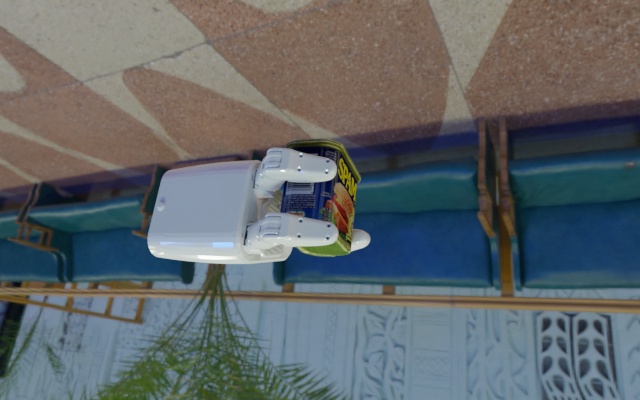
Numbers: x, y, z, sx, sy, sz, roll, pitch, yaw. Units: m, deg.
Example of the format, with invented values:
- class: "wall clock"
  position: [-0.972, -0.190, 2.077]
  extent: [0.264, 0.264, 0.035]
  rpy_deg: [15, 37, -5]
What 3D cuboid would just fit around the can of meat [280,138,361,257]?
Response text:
- class: "can of meat"
  position: [0.000, 0.002, 0.457]
  extent: [0.057, 0.084, 0.102]
  rpy_deg: [0, -21, 18]
